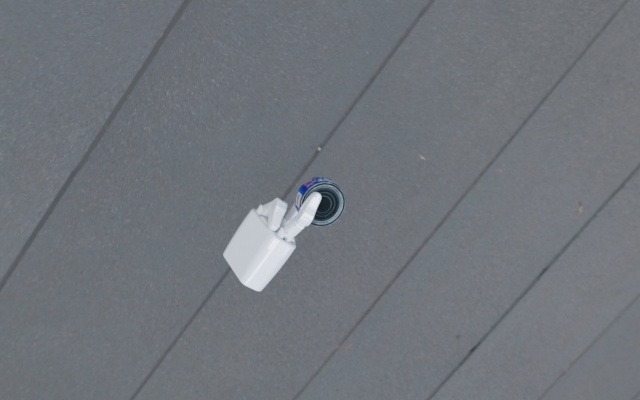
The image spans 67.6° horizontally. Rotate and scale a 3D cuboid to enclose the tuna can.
[{"bbox_3d":[0.000,0.003,0.844,0.086,0.086,0.033,0,18,-19],"label":"tuna can"}]
